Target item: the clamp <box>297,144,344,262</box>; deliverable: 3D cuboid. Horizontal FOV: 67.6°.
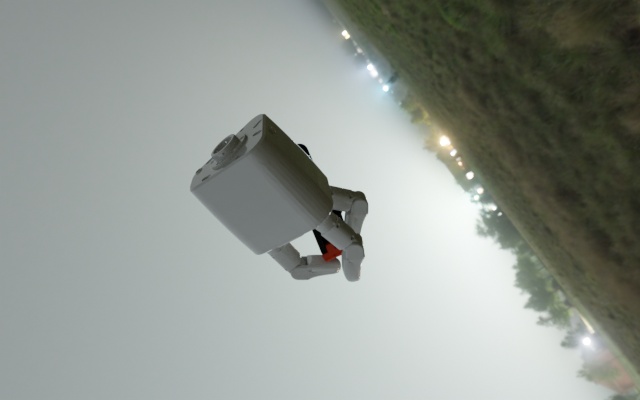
[{"bbox_3d":[0.000,0.002,0.599,0.039,0.120,0.171,-35,26,14],"label":"clamp"}]
